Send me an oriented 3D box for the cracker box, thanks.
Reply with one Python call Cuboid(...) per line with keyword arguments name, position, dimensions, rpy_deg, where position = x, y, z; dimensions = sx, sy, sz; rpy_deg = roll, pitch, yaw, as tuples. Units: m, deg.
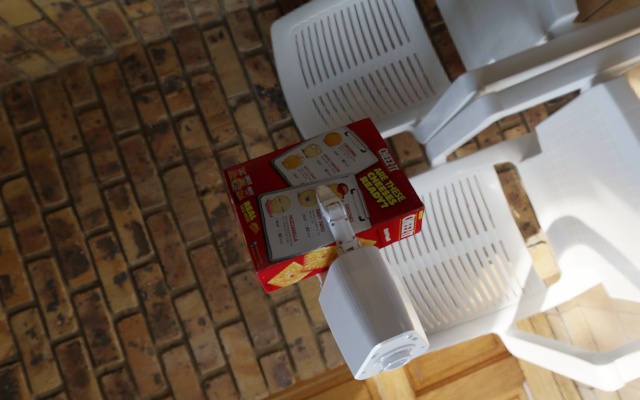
Cuboid(name="cracker box", position=(0.000, 0.002, 0.619), dimensions=(0.213, 0.164, 0.072), rpy_deg=(-21, -33, -7))
